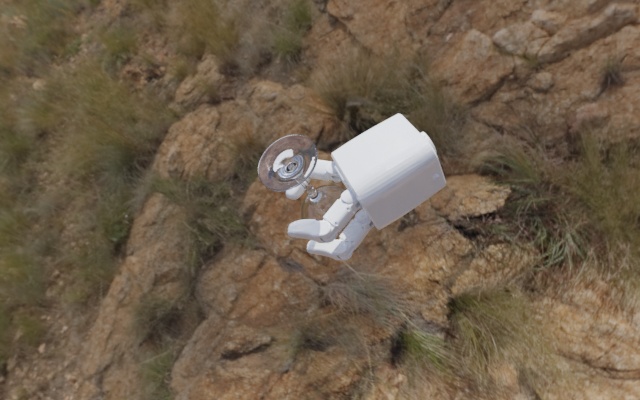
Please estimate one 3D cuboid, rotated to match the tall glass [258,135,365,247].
[{"bbox_3d":[0.000,0.002,0.615,0.079,0.079,0.201,0,-27,25],"label":"tall glass"}]
